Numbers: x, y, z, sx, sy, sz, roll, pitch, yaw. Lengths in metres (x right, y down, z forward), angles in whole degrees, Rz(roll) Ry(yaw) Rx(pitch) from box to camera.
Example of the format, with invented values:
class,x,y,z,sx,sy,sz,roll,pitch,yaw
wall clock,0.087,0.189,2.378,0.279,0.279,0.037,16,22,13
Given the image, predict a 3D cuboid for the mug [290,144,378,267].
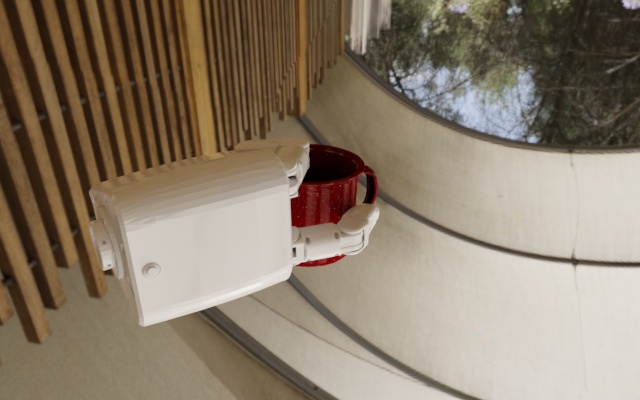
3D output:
class,x,y,z,sx,sy,sz,roll,pitch,yaw
mug,0.001,0.001,0.424,0.117,0.081,0.093,-14,30,-29
